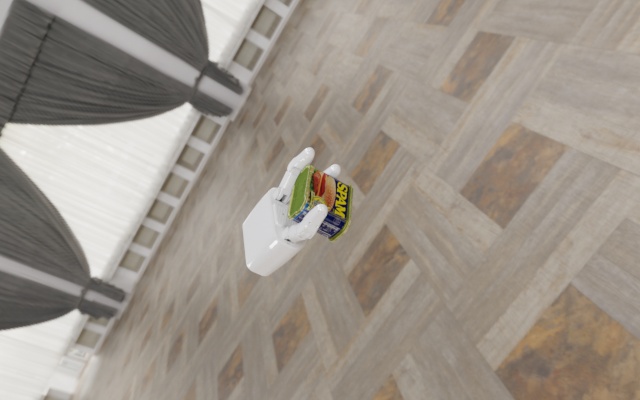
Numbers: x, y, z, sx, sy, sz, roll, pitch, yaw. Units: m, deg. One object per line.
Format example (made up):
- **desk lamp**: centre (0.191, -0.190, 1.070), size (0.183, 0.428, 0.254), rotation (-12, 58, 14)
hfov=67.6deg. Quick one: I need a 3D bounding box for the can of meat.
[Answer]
- **can of meat**: centre (0.000, 0.002, 0.755), size (0.084, 0.102, 0.057), rotation (27, -45, -21)
